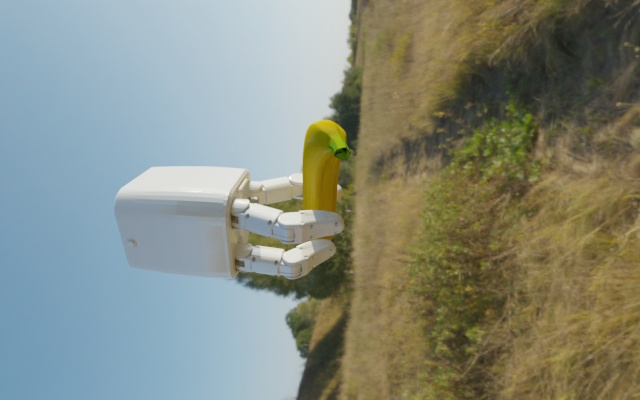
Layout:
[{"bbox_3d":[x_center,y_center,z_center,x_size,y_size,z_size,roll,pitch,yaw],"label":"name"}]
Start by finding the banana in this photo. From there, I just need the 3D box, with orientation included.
[{"bbox_3d":[0.001,-0.016,0.456,0.037,0.069,0.198,2,-29,-2],"label":"banana"}]
